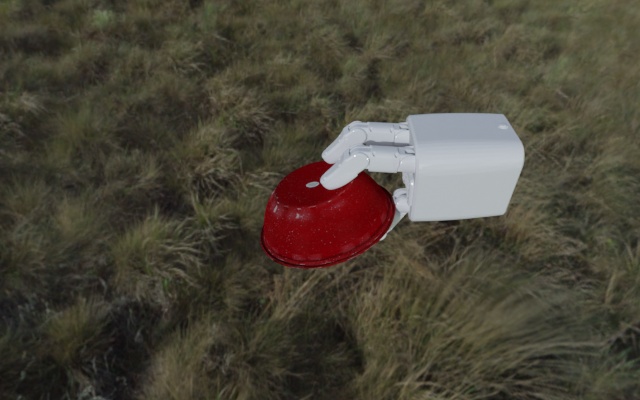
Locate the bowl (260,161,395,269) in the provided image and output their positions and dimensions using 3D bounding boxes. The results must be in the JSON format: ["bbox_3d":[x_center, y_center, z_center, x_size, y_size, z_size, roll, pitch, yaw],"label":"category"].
[{"bbox_3d":[-0.001,0.002,0.539,0.162,0.055,0.162,-13,33,9],"label":"bowl"}]
